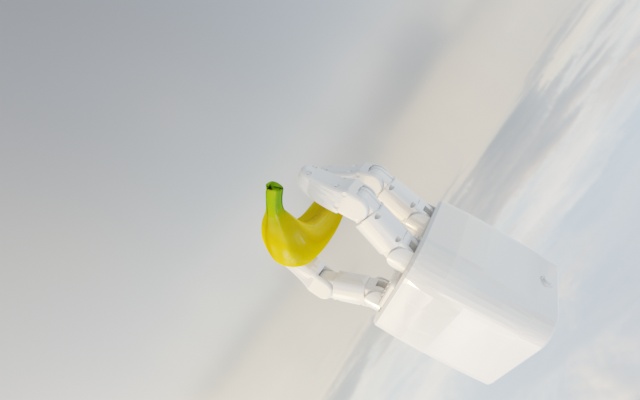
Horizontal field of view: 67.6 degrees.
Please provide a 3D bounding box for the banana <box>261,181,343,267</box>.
[{"bbox_3d":[-0.008,0.019,0.411,0.037,0.069,0.198,24,9,12],"label":"banana"}]
